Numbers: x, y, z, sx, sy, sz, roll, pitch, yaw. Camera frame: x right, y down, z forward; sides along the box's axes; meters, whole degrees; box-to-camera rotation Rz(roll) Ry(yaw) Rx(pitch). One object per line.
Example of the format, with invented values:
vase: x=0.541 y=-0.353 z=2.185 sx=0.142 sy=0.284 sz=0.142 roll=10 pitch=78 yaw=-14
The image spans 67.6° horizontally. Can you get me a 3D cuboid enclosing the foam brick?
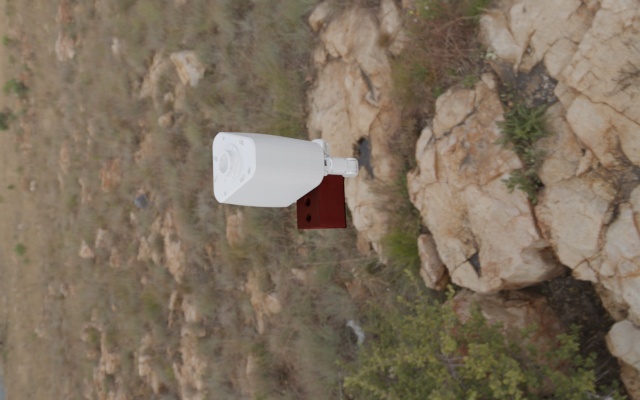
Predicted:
foam brick: x=0.000 y=0.002 z=0.677 sx=0.051 sy=0.078 sz=0.053 roll=1 pitch=-7 yaw=-41
